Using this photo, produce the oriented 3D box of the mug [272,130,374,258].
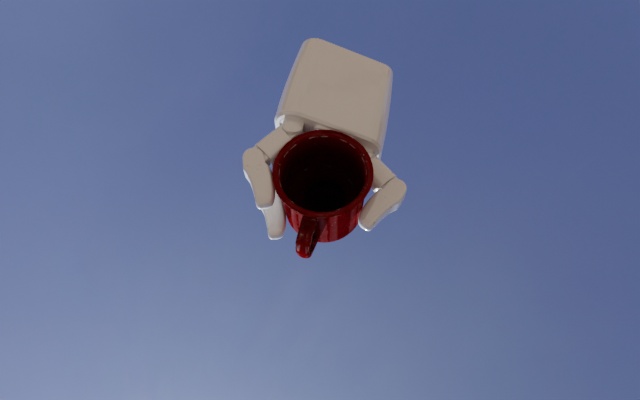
[{"bbox_3d":[0.000,0.003,0.466,0.093,0.117,0.081,12,-25,7],"label":"mug"}]
